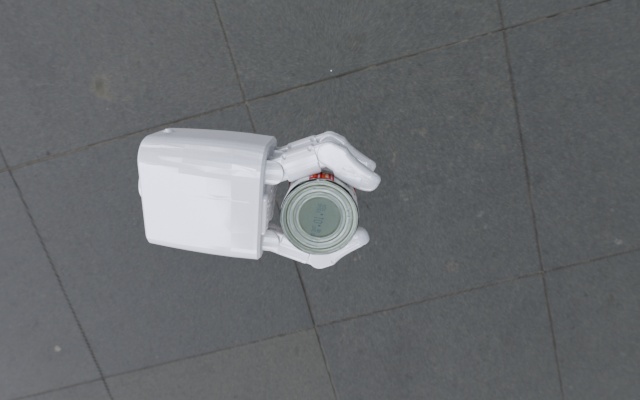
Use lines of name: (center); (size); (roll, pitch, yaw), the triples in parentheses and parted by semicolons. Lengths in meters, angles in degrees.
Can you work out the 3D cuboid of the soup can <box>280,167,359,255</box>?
soup can: (0.001, 0.002, 0.441); (0.068, 0.068, 0.102); (0, 15, 1)
